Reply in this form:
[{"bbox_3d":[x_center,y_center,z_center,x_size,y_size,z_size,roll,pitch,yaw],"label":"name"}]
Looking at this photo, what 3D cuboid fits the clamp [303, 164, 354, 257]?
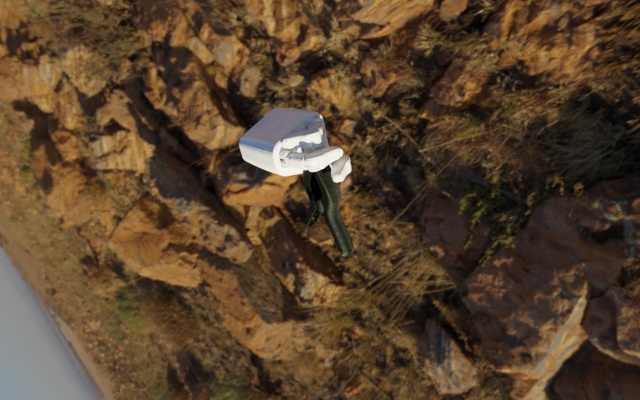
[{"bbox_3d":[0.000,0.003,0.781,0.039,0.171,0.120,-30,32,-32],"label":"clamp"}]
